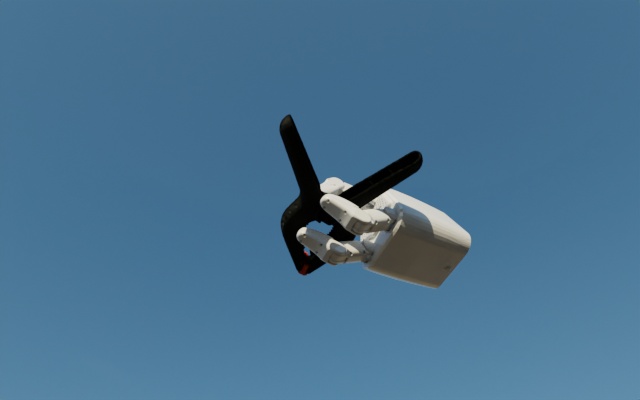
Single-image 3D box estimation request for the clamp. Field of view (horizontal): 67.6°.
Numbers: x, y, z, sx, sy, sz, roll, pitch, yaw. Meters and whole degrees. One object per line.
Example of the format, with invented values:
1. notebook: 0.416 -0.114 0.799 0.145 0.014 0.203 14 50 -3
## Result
1. clamp: 0.000 0.002 0.566 0.164 0.210 0.036 21 31 -15
